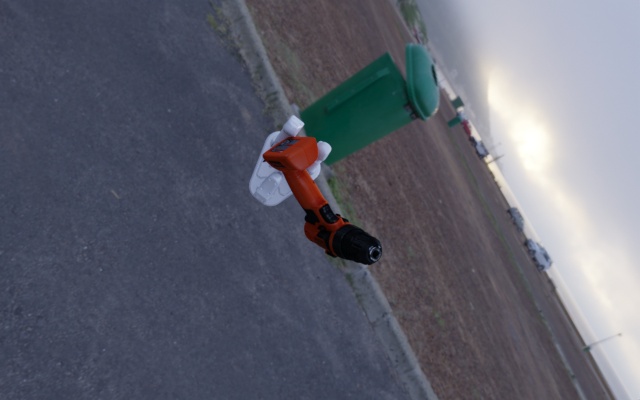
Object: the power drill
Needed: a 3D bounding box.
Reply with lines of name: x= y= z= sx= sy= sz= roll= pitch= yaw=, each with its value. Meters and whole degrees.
power drill: x=0.000 y=0.002 z=0.681 sx=0.057 sy=0.188 sz=0.184 roll=-35 pitch=22 yaw=-20
